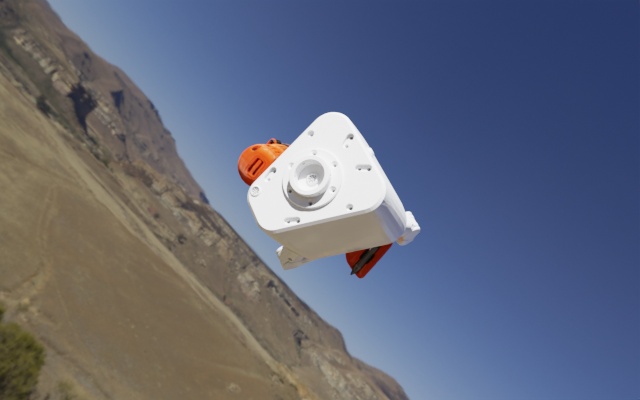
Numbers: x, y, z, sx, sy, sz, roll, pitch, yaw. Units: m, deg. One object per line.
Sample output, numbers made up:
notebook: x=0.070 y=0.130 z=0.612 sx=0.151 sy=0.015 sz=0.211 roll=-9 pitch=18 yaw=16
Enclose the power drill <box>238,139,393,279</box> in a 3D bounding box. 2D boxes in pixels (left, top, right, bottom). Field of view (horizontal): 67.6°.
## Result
power drill: x=0.000 y=0.002 z=0.565 sx=0.187 sy=0.057 sz=0.184 roll=39 pitch=12 yaw=5
